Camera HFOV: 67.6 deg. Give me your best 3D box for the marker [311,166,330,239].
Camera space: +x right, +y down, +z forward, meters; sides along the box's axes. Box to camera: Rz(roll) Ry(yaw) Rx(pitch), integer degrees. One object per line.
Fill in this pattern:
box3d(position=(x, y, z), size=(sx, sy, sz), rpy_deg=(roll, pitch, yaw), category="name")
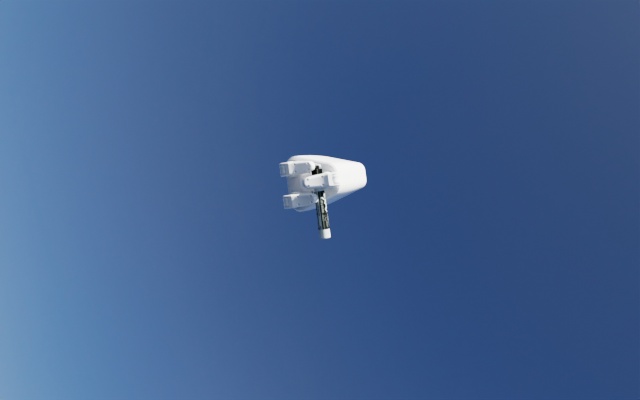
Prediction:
box3d(position=(0.000, 0.003, 0.791), size=(0.020, 0.121, 0.020), rpy_deg=(-7, 3, 0), category="marker")
